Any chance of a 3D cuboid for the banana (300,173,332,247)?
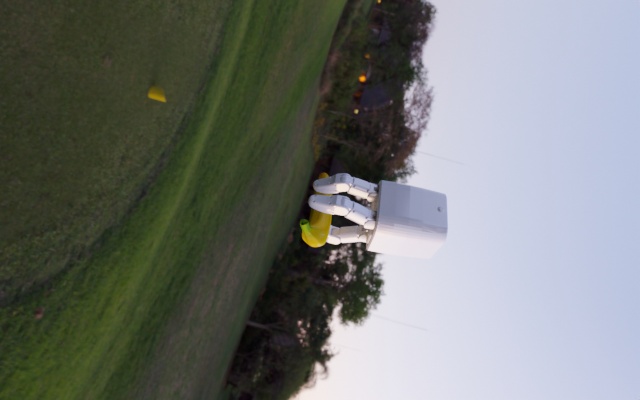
[{"bbox_3d":[-0.001,0.021,0.751,0.037,0.070,0.197,5,24,5],"label":"banana"}]
